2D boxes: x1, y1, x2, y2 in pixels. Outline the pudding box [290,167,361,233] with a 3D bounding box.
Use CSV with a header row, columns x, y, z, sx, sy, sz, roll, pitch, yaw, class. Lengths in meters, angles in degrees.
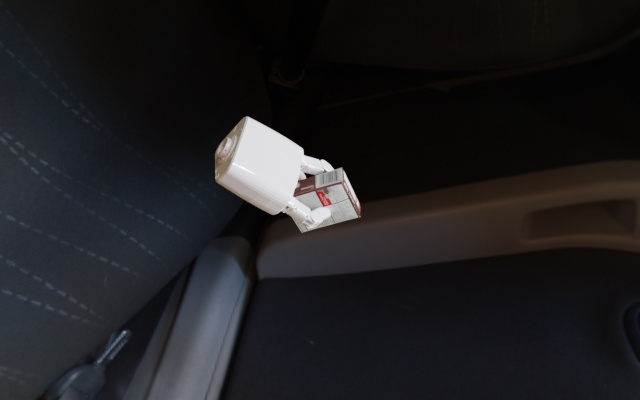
x,y,z,sx,sy,sz,roll,pitch,yaw,class
0.000,0.003,0.795,0.113,0.039,0.090,-15,-46,16,pudding box
